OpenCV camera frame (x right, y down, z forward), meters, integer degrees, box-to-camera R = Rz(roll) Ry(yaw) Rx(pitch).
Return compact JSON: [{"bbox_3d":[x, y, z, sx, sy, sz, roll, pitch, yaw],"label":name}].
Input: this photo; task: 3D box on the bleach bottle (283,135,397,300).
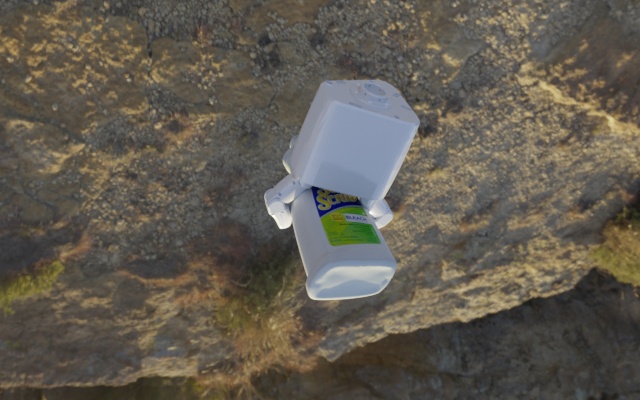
[{"bbox_3d":[0.000,0.002,0.592,0.102,0.068,0.250,2,42,-26],"label":"bleach bottle"}]
